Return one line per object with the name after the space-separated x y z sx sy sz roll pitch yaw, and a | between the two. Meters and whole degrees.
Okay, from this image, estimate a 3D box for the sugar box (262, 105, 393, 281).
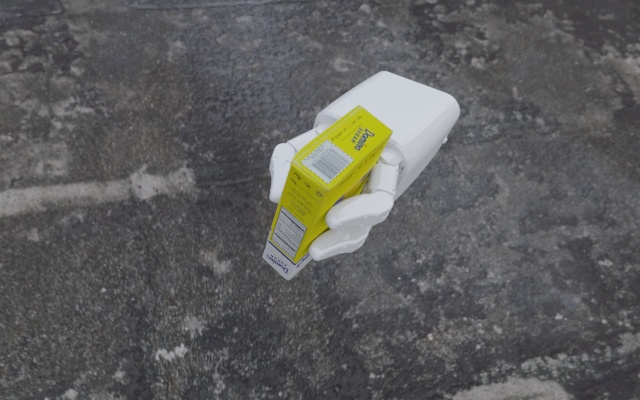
0.001 0.002 0.452 0.093 0.048 0.176 -42 -16 -32 | sugar box
